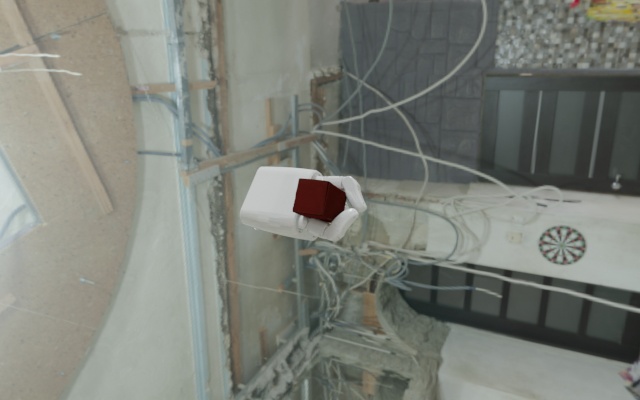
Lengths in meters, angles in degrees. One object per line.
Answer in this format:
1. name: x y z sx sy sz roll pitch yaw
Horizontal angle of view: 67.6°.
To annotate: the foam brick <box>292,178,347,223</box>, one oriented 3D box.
1. foam brick: 0.000 0.002 0.718 0.051 0.053 0.078 8 -9 25
